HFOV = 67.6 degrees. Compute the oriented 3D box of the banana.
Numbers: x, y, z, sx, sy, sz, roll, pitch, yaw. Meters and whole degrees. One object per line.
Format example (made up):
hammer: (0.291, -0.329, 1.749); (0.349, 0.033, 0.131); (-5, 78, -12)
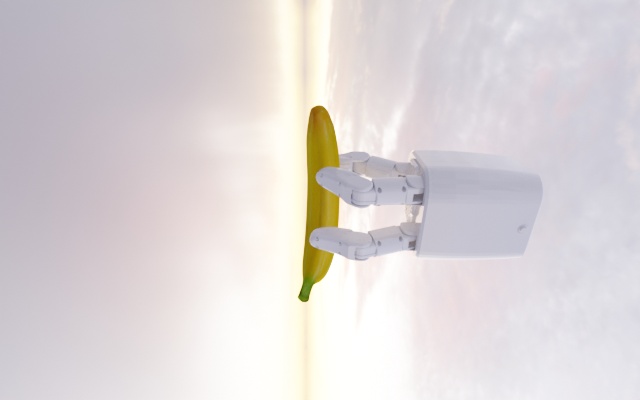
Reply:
banana: (0.001, 0.002, 0.497); (0.037, 0.198, 0.069); (3, 10, 4)
